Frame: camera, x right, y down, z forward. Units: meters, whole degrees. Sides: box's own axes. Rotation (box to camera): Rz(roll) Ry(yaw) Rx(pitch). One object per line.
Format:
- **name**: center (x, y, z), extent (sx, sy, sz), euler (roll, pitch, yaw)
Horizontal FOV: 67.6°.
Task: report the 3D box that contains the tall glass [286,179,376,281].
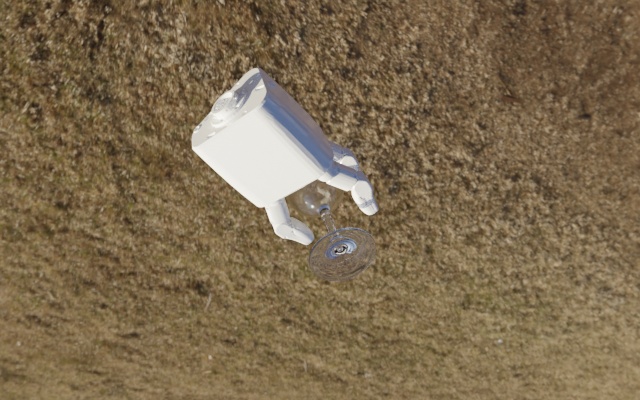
- **tall glass**: center (0.000, 0.002, 0.584), extent (0.079, 0.079, 0.201), euler (0, 35, -17)
